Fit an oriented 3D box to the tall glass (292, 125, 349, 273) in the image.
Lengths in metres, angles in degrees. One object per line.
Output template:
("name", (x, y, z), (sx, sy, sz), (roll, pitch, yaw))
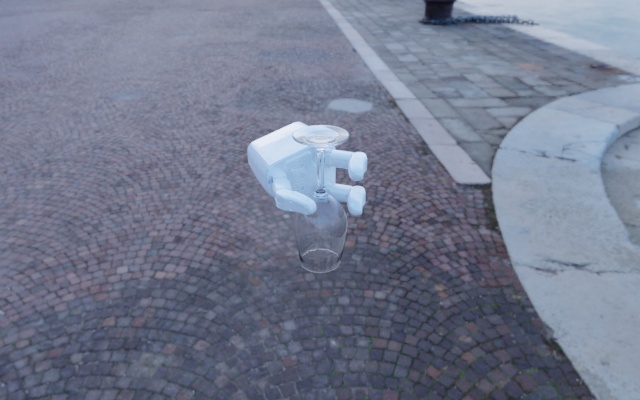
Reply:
("tall glass", (0.000, 0.002, 0.665), (0.079, 0.201, 0.079), (0, 29, 0))
